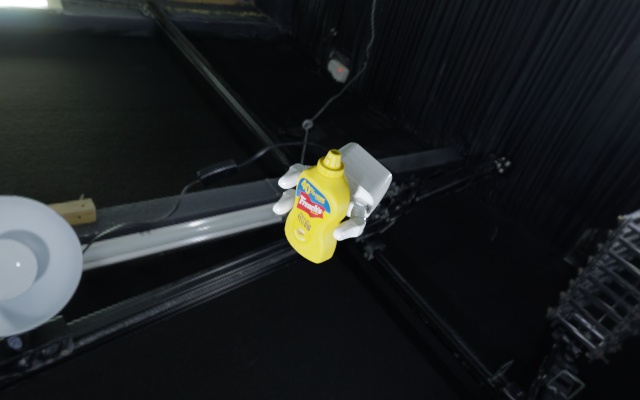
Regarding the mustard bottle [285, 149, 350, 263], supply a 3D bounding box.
[{"bbox_3d":[0.000,0.003,0.756,0.058,0.192,0.096,-18,49,-38],"label":"mustard bottle"}]
